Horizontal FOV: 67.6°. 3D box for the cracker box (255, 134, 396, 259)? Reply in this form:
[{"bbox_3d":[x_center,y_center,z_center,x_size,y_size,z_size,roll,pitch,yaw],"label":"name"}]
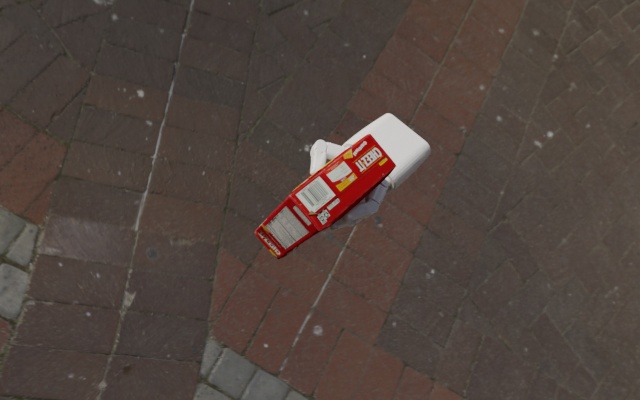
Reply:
[{"bbox_3d":[0.000,0.002,0.744,0.164,0.072,0.214,-40,-1,-27],"label":"cracker box"}]
